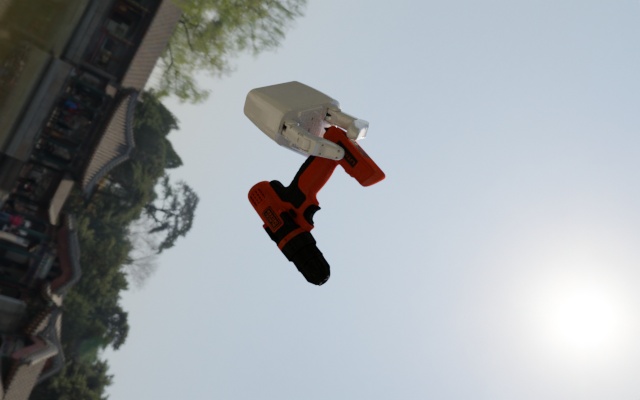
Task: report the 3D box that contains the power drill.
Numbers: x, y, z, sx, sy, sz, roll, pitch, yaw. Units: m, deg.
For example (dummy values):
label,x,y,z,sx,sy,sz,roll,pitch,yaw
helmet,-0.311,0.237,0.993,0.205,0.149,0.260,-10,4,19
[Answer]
label,x,y,z,sx,sy,sz,roll,pitch,yaw
power drill,0.000,0.002,0.683,0.188,0.184,0.057,-44,-20,15
